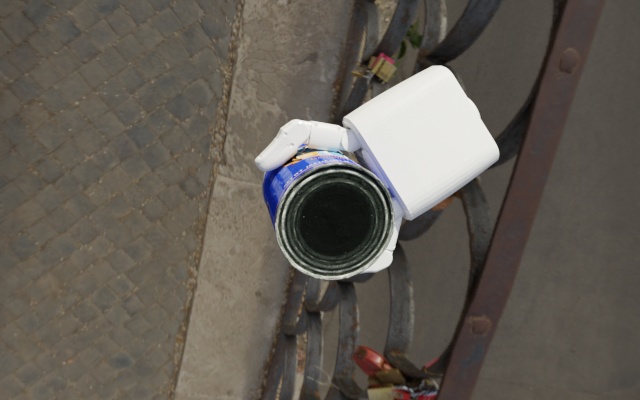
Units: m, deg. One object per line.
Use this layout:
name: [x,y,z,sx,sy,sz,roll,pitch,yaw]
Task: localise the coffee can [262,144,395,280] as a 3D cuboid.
coffee can: [0.000,0.002,0.461,0.103,0.103,0.140,0,15,-11]
